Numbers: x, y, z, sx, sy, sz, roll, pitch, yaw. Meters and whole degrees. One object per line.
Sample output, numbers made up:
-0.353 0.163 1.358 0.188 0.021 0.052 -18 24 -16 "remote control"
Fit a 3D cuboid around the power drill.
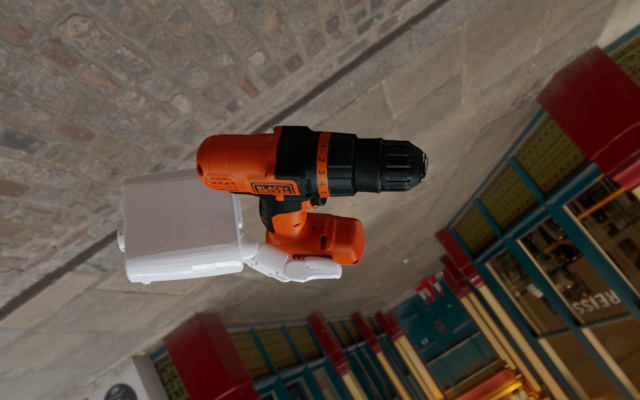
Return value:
0.000 0.002 0.441 0.184 0.057 0.188 4 -29 10 "power drill"
